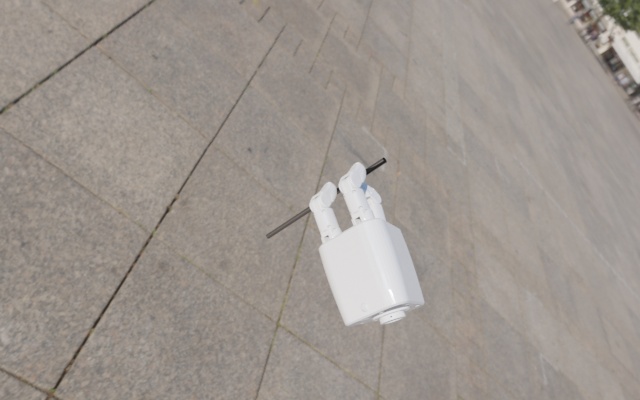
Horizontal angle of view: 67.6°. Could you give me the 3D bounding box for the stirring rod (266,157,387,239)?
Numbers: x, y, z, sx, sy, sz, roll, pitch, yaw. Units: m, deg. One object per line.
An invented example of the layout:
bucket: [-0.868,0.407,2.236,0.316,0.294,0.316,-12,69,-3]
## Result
stirring rod: [0.000,0.002,0.685,0.239,0.011,0.011,-33,-20,34]
